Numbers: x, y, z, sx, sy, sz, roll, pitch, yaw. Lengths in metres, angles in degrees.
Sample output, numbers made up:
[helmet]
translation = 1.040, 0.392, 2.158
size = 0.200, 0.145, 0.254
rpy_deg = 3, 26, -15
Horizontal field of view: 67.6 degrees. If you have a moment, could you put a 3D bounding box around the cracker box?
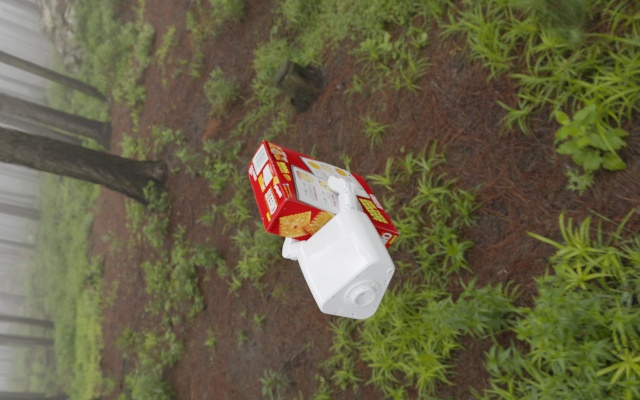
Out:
[cracker box]
translation = 0.000, 0.002, 0.770
size = 0.214, 0.072, 0.164
rpy_deg = 18, 28, -32
